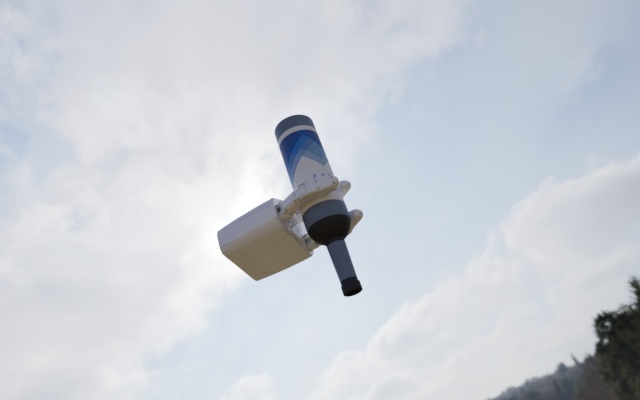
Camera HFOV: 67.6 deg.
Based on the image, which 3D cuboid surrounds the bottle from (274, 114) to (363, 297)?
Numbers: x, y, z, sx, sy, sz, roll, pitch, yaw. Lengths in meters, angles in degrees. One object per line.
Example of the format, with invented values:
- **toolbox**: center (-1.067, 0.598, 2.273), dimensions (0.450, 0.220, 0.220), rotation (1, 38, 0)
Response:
- **bottle**: center (0.000, 0.002, 0.705), dimensions (0.069, 0.295, 0.069), rotation (-15, -30, -9)
